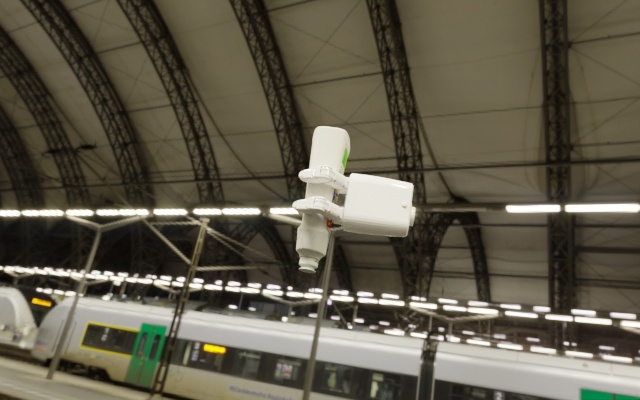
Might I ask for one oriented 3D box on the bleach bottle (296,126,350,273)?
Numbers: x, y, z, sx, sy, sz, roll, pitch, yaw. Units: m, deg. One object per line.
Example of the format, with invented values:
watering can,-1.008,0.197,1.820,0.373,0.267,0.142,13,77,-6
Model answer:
bleach bottle,0.000,0.003,0.831,0.068,0.250,0.103,8,-20,7
